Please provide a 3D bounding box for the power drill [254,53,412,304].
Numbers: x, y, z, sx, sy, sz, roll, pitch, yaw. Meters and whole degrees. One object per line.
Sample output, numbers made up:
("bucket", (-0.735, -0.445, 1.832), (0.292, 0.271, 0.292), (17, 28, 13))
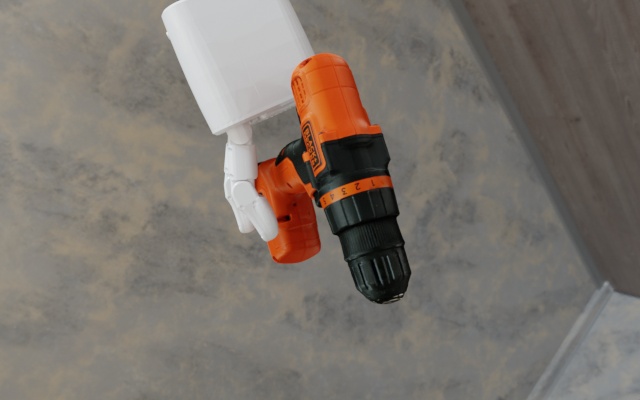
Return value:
("power drill", (0.000, 0.001, 0.401), (0.057, 0.184, 0.188), (-9, -13, -24))
